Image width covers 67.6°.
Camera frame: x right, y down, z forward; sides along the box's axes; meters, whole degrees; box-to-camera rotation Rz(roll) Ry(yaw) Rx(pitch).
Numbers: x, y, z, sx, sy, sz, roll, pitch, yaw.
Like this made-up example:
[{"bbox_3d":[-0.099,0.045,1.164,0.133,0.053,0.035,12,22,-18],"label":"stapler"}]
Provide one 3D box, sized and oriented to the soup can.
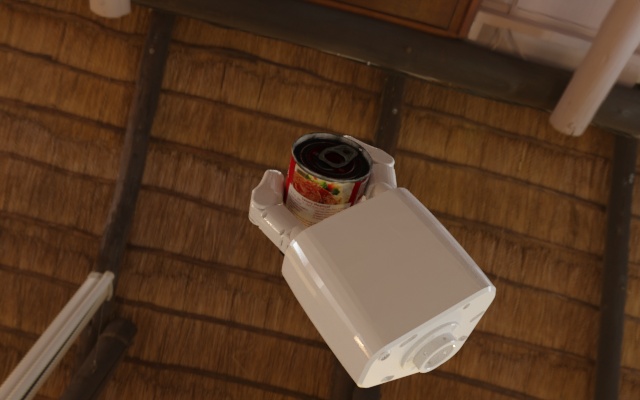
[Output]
[{"bbox_3d":[0.000,0.001,0.419,0.068,0.102,0.068,9,39,-7],"label":"soup can"}]
